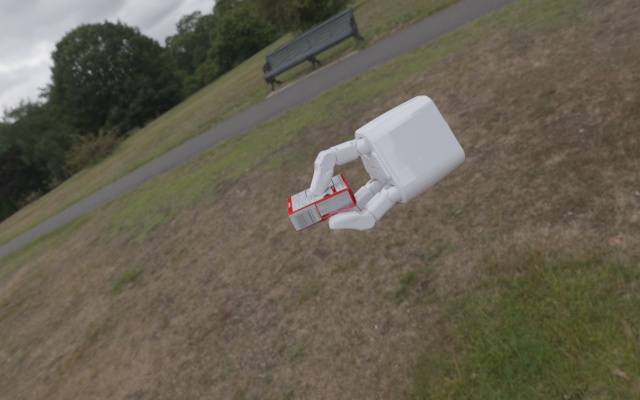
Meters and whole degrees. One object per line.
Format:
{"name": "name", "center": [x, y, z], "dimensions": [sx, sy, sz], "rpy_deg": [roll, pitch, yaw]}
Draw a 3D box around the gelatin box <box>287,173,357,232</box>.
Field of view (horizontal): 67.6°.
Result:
{"name": "gelatin box", "center": [0.000, 0.002, 0.646], "dimensions": [0.089, 0.030, 0.073], "rpy_deg": [-24, 18, 2]}
